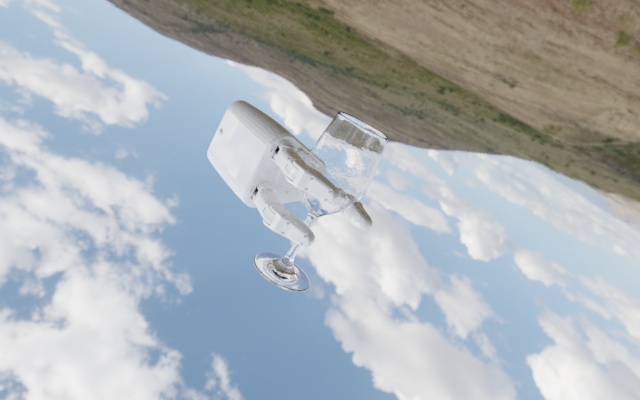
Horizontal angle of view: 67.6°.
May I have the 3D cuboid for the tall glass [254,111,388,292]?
[{"bbox_3d":[0.000,0.002,0.543,0.079,0.201,0.079,27,17,-9],"label":"tall glass"}]
